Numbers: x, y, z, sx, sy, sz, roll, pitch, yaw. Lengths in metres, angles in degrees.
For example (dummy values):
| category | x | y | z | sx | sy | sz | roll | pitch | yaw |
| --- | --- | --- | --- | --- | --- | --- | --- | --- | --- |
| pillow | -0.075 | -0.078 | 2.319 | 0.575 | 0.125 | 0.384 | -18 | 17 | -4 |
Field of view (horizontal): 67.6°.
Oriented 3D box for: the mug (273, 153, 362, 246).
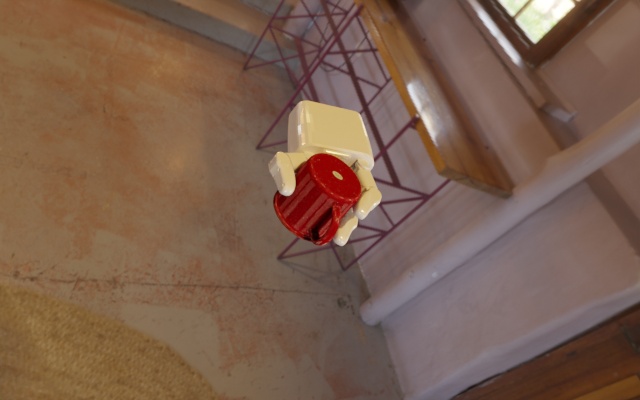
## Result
| category | x | y | z | sx | sy | sz | roll | pitch | yaw |
| --- | --- | --- | --- | --- | --- | --- | --- | --- | --- |
| mug | 0.000 | 0.003 | 0.607 | 0.093 | 0.117 | 0.081 | 20 | -49 | -28 |
